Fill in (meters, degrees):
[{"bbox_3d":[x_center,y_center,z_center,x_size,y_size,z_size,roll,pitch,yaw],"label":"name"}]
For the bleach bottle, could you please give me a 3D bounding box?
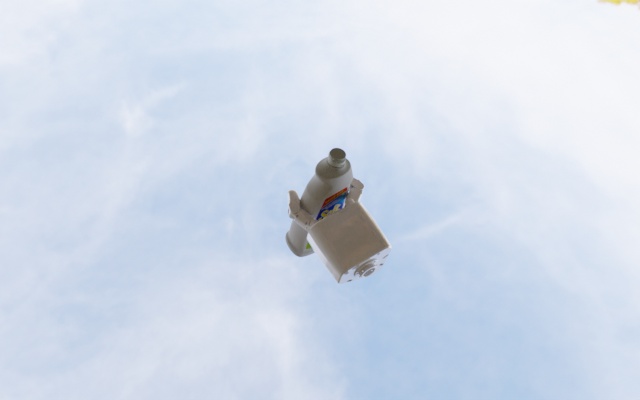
[{"bbox_3d":[0.000,0.003,0.896,0.102,0.068,0.251,-20,-33,-27],"label":"bleach bottle"}]
